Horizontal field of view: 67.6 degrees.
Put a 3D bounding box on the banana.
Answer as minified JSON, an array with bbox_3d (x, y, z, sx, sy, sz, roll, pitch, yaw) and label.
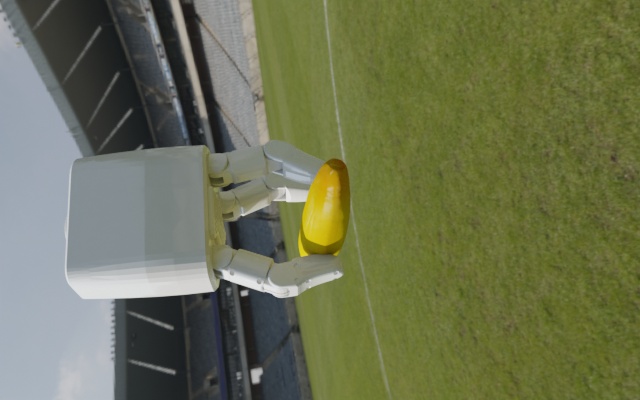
[{"bbox_3d":[0.000,0.020,0.407,0.037,0.069,0.198,0,-9,-3],"label":"banana"}]
